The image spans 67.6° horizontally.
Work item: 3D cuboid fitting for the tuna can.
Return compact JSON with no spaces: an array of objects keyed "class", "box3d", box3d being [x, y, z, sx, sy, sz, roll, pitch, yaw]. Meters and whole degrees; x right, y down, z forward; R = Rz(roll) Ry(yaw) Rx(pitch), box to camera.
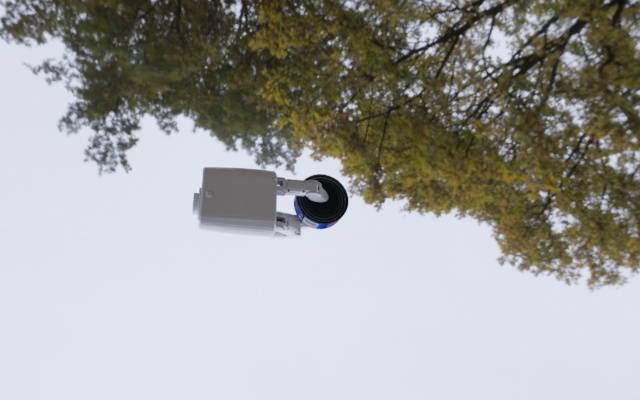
[{"class":"tuna can","box3d":[0.000,0.003,0.773,0.086,0.086,0.034,0,-21,-14]}]
